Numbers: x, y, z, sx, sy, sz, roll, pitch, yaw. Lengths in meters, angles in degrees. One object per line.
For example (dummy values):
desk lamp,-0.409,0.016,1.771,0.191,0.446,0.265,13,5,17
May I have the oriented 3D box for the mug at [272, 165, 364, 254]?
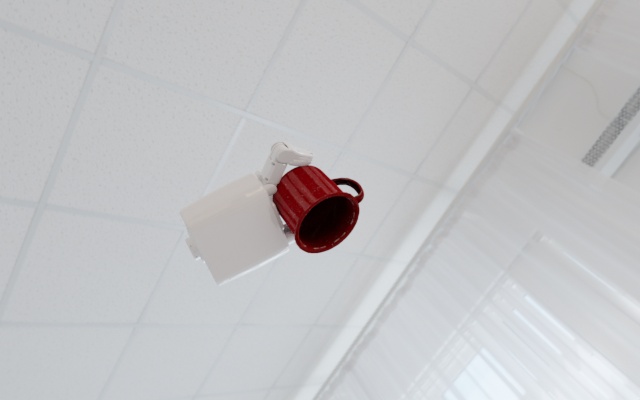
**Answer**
mug,0.001,0.001,0.619,0.117,0.093,0.081,-27,45,-16
